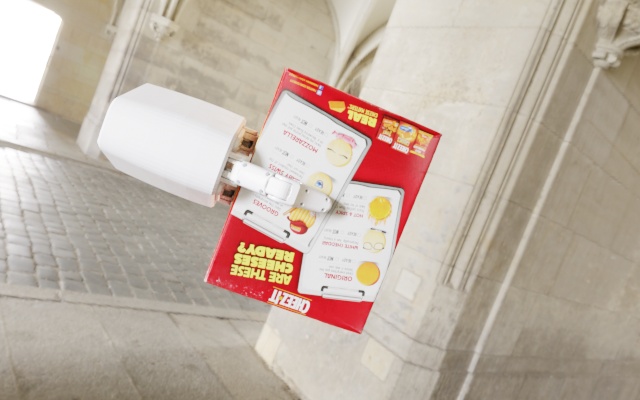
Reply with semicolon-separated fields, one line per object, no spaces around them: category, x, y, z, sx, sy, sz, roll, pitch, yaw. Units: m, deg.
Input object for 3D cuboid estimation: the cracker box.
cracker box;0.000;0.001;0.480;0.164;0.214;0.072;21;4;-9
